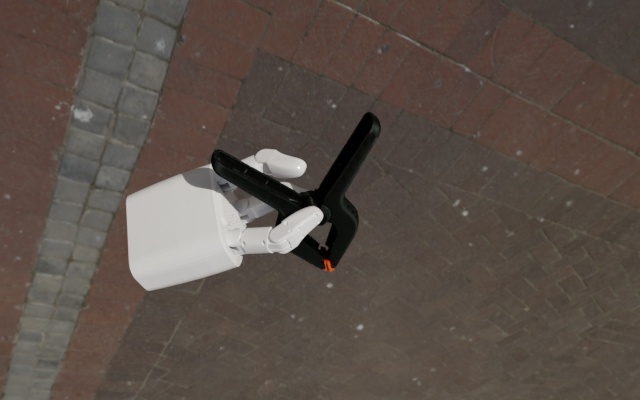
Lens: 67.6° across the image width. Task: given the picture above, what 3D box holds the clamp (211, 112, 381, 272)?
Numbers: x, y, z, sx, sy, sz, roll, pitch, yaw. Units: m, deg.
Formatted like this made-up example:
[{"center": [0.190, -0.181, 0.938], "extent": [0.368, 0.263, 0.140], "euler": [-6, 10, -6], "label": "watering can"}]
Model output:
[{"center": [0.000, 0.003, 0.513], "extent": [0.164, 0.036, 0.210], "euler": [-18, -45, 5], "label": "clamp"}]
